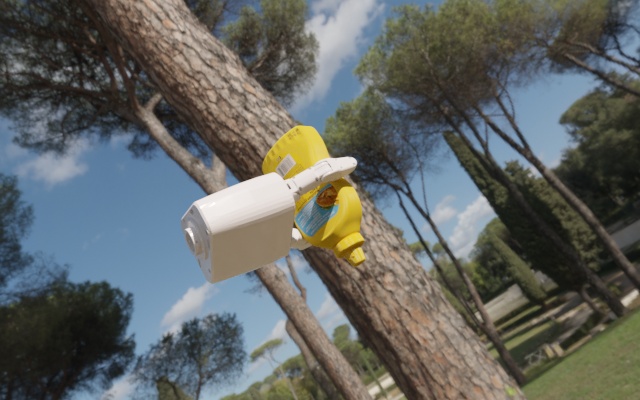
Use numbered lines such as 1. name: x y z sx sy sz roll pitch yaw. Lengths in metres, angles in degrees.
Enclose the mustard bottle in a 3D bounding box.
1. mustard bottle: 0.000 0.002 0.624 0.096 0.191 0.058 -44 -23 31
